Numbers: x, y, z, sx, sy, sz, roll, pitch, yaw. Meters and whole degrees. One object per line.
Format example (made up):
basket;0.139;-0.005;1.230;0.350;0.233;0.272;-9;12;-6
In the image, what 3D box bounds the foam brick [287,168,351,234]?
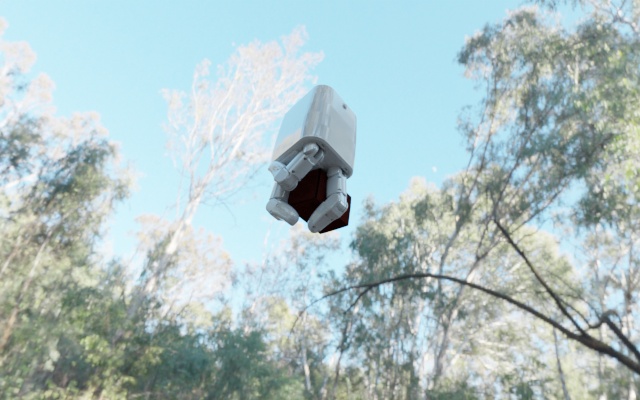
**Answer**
foam brick;0.000;0.002;0.664;0.053;0.051;0.078;-17;-42;33
